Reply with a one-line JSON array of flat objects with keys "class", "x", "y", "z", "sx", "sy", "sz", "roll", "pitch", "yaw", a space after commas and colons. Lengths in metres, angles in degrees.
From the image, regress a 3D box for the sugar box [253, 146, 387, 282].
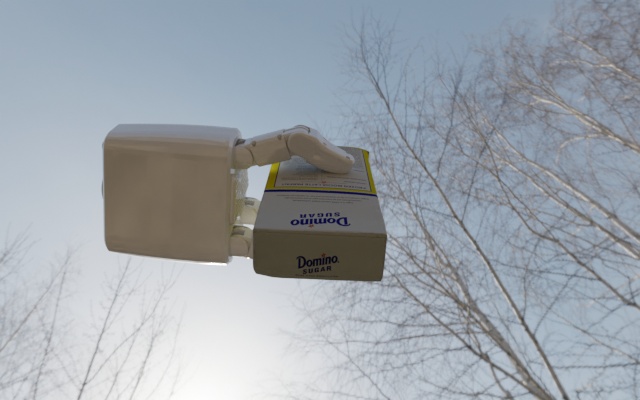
[{"class": "sugar box", "x": 0.000, "y": 0.002, "z": 0.403, "sx": 0.093, "sy": 0.048, "sz": 0.176, "roll": 3, "pitch": 28, "yaw": 0}]
